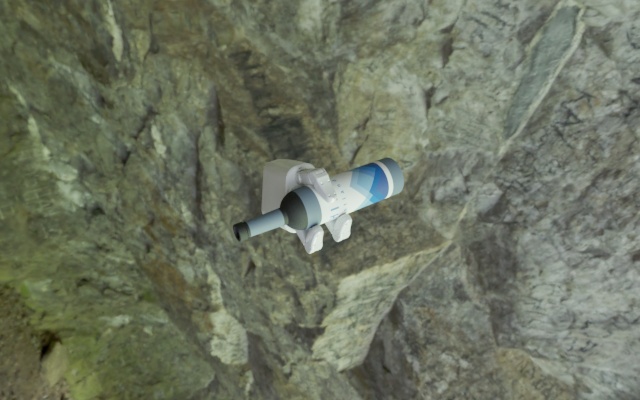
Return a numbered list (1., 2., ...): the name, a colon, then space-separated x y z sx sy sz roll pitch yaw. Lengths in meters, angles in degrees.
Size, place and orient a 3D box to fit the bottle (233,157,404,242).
1. bottle: 0.000 0.002 0.768 0.295 0.069 0.069 -20 9 -26
